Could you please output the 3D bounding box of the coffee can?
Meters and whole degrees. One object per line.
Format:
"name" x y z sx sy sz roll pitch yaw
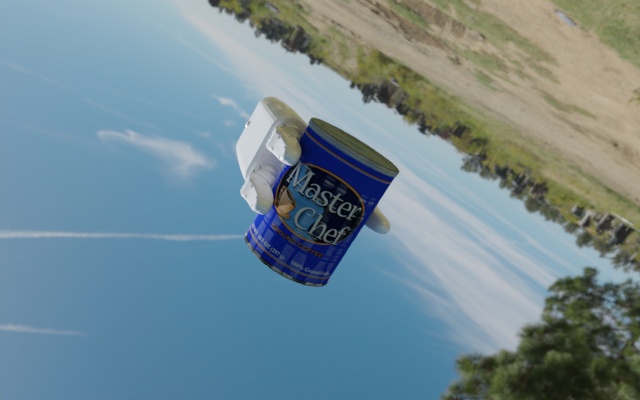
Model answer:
"coffee can" 0.000 0.002 0.489 0.103 0.140 0.102 29 14 -8
